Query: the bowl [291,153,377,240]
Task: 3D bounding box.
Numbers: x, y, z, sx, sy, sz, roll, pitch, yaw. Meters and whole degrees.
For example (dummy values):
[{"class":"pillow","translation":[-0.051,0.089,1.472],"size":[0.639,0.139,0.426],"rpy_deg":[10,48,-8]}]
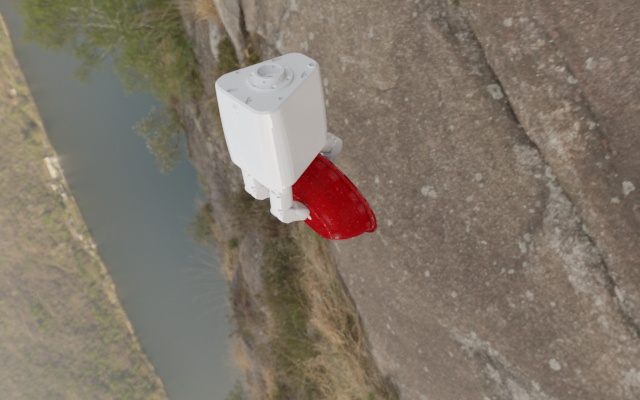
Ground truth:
[{"class":"bowl","translation":[0.000,0.003,0.656],"size":[0.055,0.162,0.162],"rpy_deg":[-44,13,-14]}]
